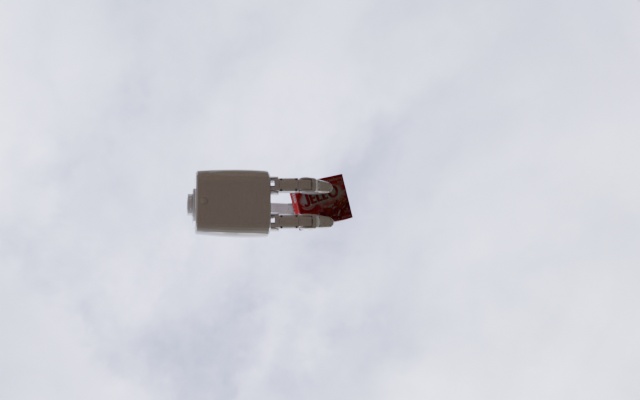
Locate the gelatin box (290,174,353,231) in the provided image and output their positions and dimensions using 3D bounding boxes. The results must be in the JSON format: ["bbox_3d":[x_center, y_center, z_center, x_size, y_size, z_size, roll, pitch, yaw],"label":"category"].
[{"bbox_3d":[0.000,0.002,0.755,0.089,0.073,0.030,-12,-4,-24],"label":"gelatin box"}]
